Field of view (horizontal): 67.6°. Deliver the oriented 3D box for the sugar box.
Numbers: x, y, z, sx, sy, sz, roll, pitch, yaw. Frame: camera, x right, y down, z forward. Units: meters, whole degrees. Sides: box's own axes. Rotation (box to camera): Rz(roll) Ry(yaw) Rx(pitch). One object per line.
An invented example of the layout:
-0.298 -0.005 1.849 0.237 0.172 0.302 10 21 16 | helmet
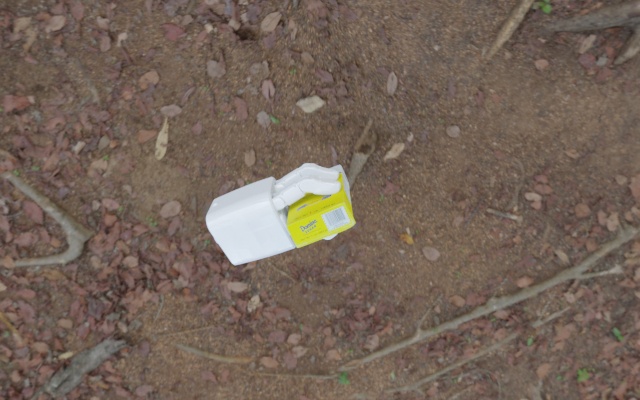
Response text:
0.000 0.002 0.748 0.093 0.048 0.176 -22 23 8 | sugar box
